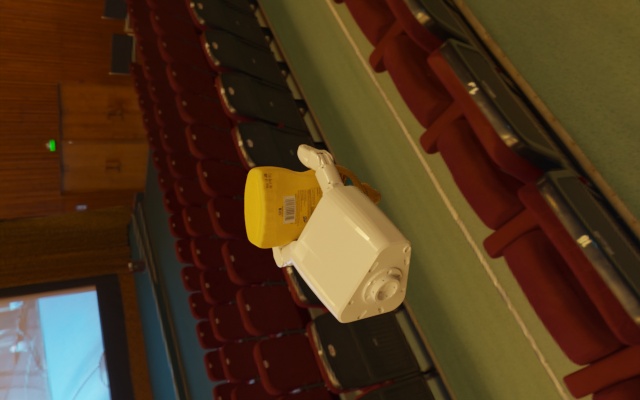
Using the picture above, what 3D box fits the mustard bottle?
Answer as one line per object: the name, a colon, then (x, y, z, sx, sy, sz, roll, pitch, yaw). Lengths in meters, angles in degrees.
mustard bottle: (0.000, 0.002, 0.615, 0.191, 0.096, 0.058, -5, 11, -33)
